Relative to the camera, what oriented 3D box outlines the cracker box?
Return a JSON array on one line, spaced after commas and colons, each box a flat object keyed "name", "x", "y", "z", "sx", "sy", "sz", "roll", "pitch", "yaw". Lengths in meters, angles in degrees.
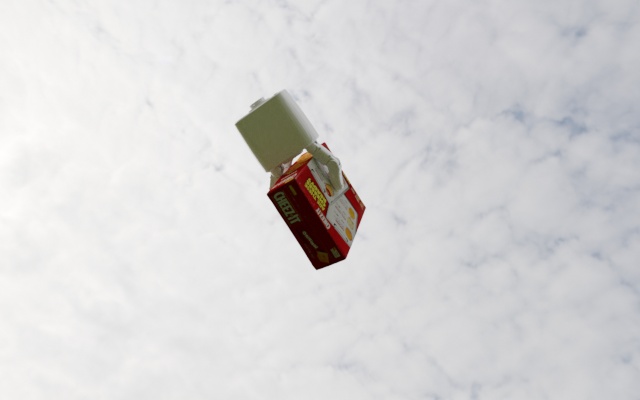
[{"name": "cracker box", "x": 0.000, "y": 0.003, "z": 0.880, "sx": 0.072, "sy": 0.164, "sz": 0.213, "roll": -27, "pitch": 14, "yaw": 24}]
